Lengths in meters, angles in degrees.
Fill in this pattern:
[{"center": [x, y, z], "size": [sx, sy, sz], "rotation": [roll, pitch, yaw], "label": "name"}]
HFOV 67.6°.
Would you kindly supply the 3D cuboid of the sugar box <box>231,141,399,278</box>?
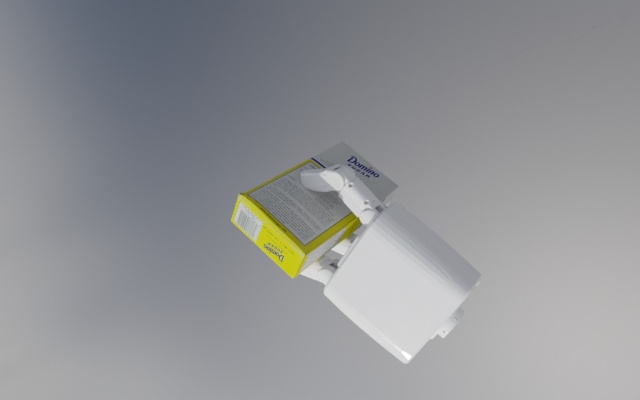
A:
[{"center": [0.000, 0.002, 0.519], "size": [0.093, 0.048, 0.176], "rotation": [41, 41, 17], "label": "sugar box"}]
